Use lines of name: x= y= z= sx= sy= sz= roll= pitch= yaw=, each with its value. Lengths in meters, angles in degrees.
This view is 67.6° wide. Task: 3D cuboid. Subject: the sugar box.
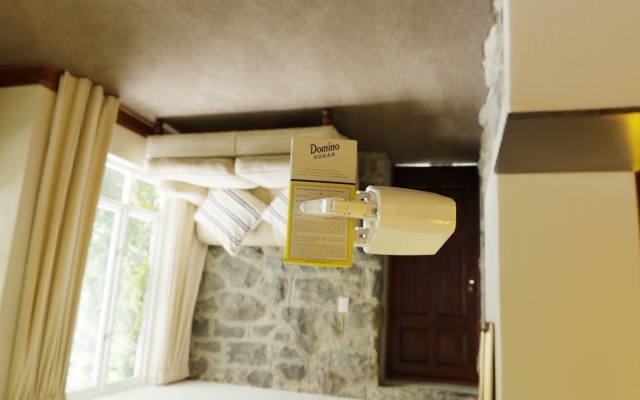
sugar box: x=0.000 y=0.002 z=0.665 sx=0.093 sy=0.176 sz=0.048 roll=4 pitch=-11 yaw=-5
